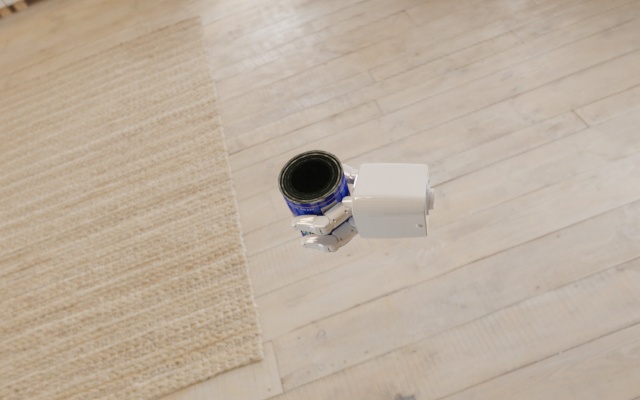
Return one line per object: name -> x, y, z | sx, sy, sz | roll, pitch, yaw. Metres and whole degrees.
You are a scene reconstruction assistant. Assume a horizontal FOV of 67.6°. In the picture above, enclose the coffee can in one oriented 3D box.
coffee can -> 0.000, 0.003, 0.772 | 0.103, 0.102, 0.140 | 0, -35, 16
